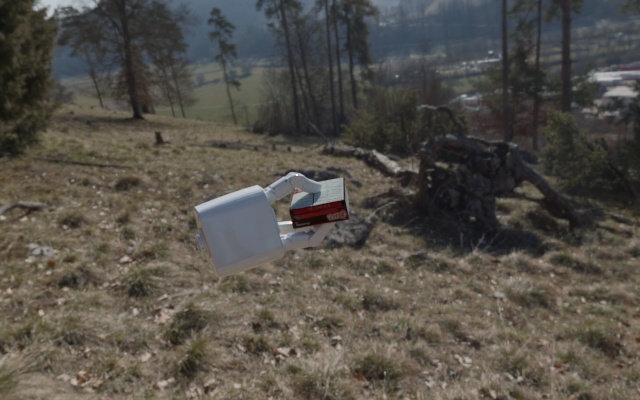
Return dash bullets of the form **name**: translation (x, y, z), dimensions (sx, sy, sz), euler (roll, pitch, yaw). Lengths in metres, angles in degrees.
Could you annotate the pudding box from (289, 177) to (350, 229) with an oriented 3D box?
- **pudding box**: translation (0.000, 0.002, 0.777), dimensions (0.090, 0.039, 0.113), euler (-9, 22, 6)
